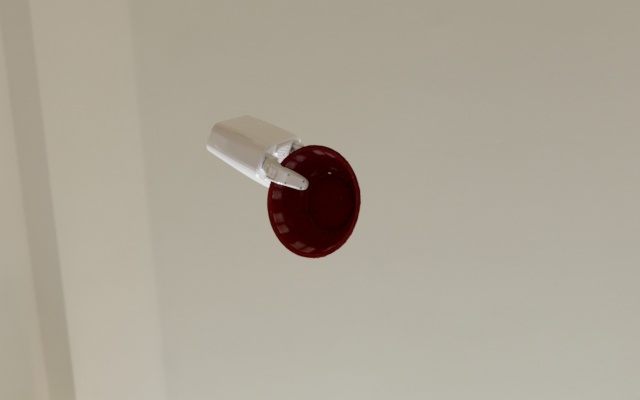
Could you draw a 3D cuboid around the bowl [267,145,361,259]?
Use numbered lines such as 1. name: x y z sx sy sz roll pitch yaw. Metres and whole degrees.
1. bowl: 0.001 0.003 0.699 0.162 0.162 0.055 0 -2 34
